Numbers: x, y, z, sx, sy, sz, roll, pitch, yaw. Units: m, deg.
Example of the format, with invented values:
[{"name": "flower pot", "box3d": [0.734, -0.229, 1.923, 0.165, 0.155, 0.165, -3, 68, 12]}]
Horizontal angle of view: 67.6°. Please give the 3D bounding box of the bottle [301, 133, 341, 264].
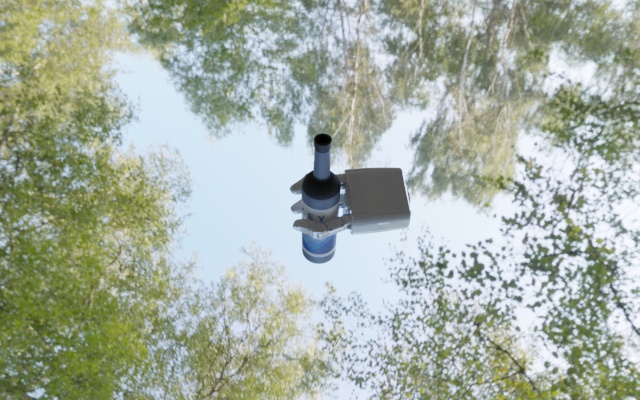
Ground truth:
[{"name": "bottle", "box3d": [0.000, 0.003, 0.831, 0.069, 0.069, 0.296, 0, -40, -2]}]
